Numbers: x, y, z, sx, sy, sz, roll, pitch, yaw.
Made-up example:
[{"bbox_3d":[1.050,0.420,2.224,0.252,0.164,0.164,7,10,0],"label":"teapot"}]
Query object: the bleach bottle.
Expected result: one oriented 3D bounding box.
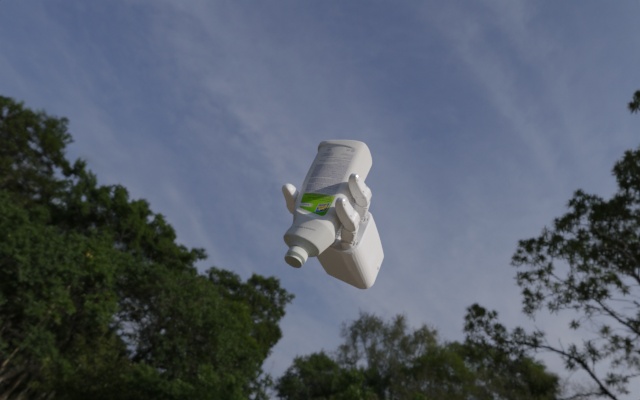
[{"bbox_3d":[0.000,0.002,0.779,0.102,0.068,0.250,3,46,29],"label":"bleach bottle"}]
